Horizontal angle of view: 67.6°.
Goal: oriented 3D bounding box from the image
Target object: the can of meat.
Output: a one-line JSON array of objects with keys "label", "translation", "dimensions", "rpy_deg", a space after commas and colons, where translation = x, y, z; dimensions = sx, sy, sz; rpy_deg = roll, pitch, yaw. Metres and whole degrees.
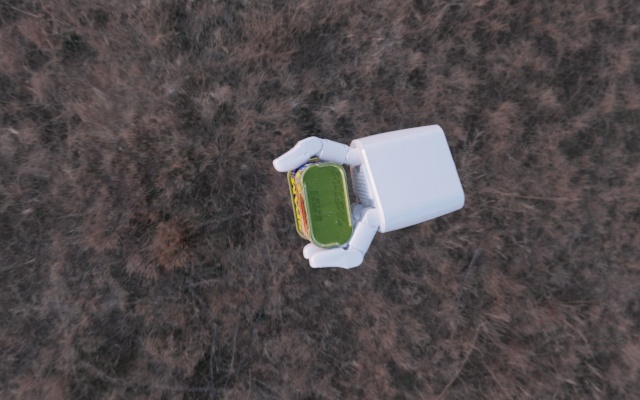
[{"label": "can of meat", "translation": [0.000, 0.002, 0.567], "dimensions": [0.057, 0.102, 0.084], "rpy_deg": [-11, 7, -11]}]
